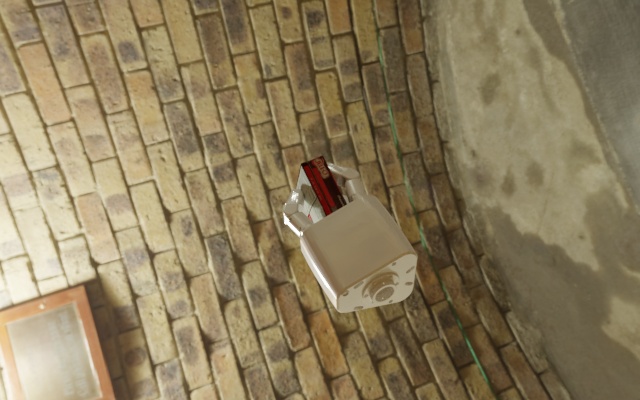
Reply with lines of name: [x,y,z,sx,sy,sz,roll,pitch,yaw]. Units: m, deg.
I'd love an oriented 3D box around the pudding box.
pudding box: [0.000,0.002,0.672,0.039,0.090,0.113,-20,-17,-17]
